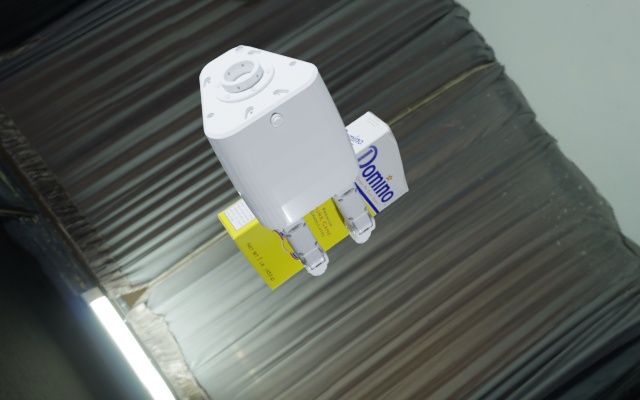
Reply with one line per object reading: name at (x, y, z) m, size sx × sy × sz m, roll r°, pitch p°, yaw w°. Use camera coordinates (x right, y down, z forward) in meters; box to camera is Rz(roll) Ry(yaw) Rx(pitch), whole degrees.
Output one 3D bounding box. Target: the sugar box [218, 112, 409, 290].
sugar box at (0.000, 0.002, 0.465) m, size 0.176 × 0.093 × 0.048 m, roll -34°, pitch 47°, yaw -7°
